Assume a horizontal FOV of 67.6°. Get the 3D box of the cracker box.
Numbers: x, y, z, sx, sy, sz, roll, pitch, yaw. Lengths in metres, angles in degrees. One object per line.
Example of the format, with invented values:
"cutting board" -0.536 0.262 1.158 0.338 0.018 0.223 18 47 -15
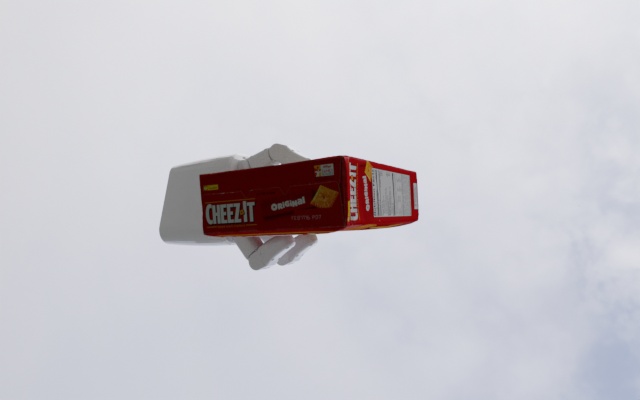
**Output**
"cracker box" 0.000 0.002 0.533 0.164 0.072 0.214 -5 -3 28
